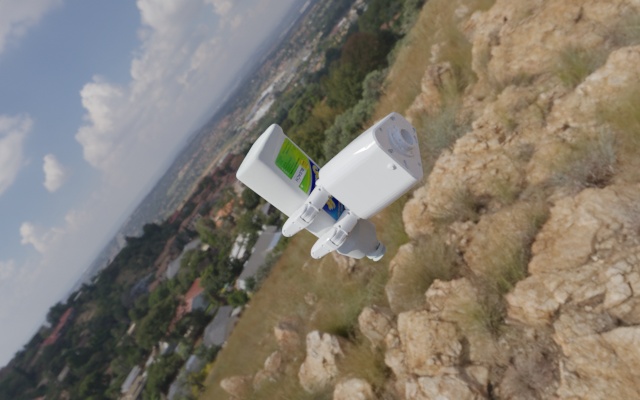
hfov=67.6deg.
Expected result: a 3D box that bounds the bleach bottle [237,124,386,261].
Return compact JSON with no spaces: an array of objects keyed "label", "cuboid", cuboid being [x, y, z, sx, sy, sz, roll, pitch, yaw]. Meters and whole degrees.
[{"label":"bleach bottle","cuboid":[0.000,0.002,0.713,0.251,0.102,0.068,38,-50,-17]}]
